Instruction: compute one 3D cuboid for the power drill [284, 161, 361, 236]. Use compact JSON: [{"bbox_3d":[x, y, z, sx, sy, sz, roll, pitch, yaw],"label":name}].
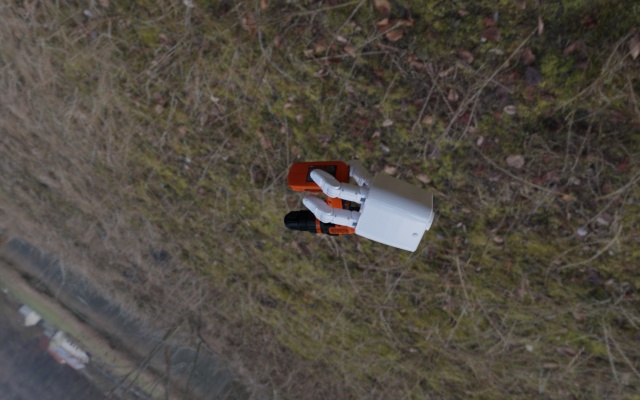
[{"bbox_3d":[0.000,0.003,0.886,0.184,0.057,0.188,-2,-32,14],"label":"power drill"}]
